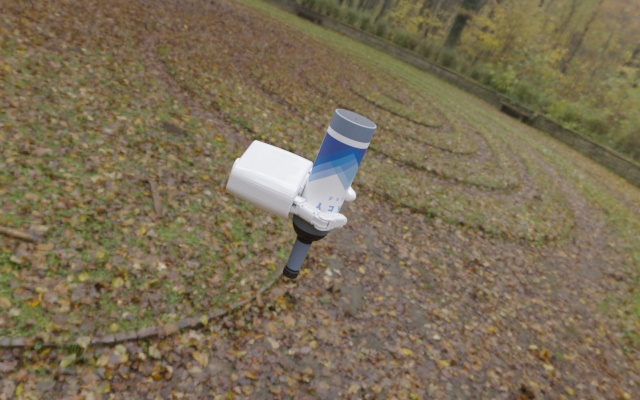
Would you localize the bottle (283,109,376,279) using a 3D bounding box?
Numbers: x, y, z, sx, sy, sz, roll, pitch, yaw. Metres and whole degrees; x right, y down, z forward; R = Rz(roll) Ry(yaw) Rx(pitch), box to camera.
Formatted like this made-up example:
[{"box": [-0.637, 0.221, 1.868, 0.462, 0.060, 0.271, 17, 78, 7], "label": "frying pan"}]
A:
[{"box": [0.000, 0.002, 0.768, 0.069, 0.296, 0.069, 19, 23, -9], "label": "bottle"}]
